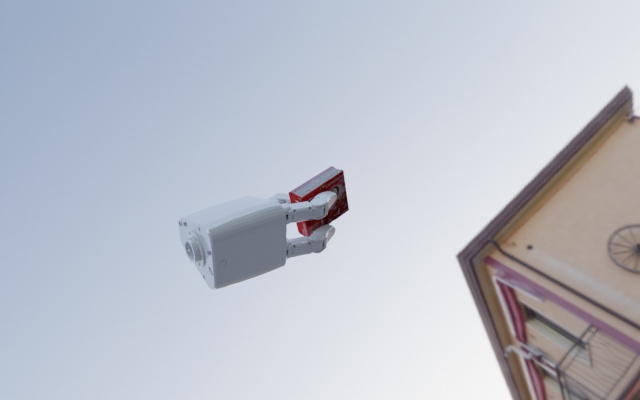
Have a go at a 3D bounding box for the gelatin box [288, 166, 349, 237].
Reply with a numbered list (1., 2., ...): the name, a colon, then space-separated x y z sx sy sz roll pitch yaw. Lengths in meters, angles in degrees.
1. gelatin box: 0.000 0.002 0.705 0.089 0.073 0.030 -34 41 -31
